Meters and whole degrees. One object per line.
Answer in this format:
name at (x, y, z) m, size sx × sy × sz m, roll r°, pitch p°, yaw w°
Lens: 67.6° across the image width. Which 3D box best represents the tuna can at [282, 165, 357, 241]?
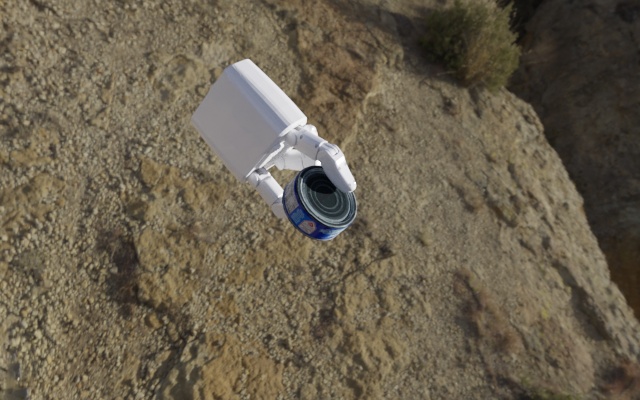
tuna can at (0.000, 0.002, 0.559) m, size 0.086 × 0.086 × 0.034 m, roll 0°, pitch -29°, yaw -38°
